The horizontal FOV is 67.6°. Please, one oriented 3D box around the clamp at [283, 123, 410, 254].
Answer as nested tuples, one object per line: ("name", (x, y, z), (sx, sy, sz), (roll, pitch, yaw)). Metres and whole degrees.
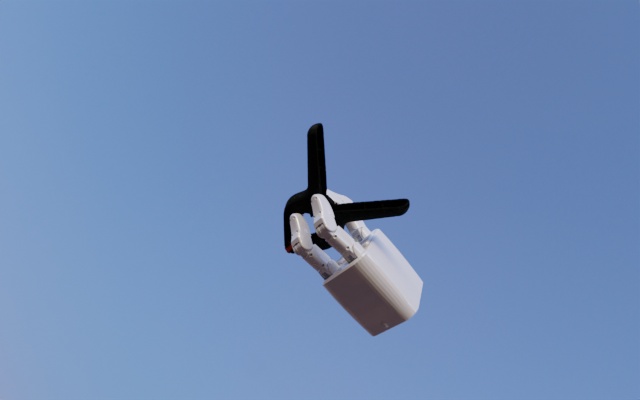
("clamp", (0.000, 0.002, 0.670), (0.210, 0.164, 0.036), (-41, 3, 39))
